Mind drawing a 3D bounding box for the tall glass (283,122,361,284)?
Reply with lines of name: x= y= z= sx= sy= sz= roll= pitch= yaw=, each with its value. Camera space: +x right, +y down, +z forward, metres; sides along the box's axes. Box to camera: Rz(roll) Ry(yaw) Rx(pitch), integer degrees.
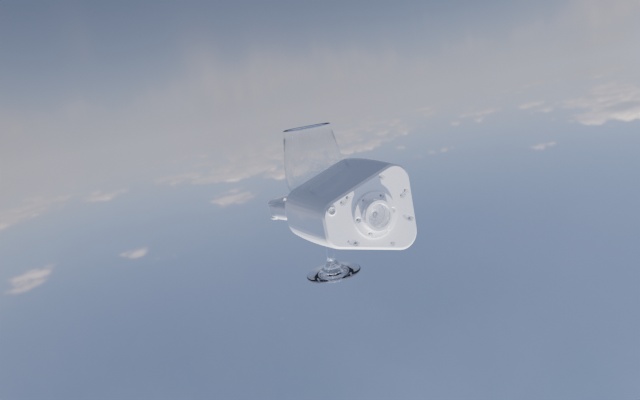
tall glass: x=0.000 y=0.003 z=0.628 sx=0.079 sy=0.201 sz=0.079 roll=-10 pitch=11 yaw=2
